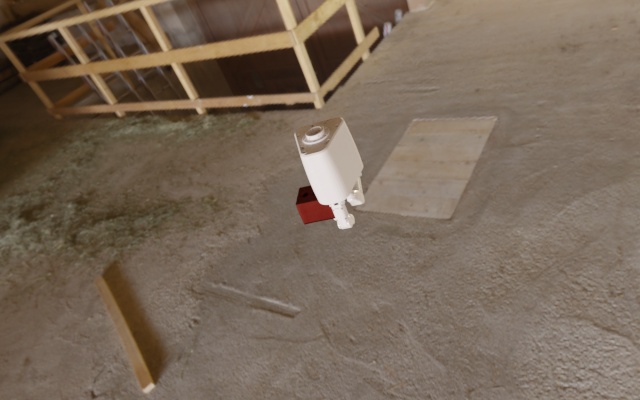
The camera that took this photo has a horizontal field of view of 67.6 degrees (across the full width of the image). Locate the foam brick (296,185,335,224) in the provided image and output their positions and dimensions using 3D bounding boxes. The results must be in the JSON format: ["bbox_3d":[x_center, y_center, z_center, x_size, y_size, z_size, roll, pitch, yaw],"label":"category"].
[{"bbox_3d":[0.000,0.003,0.884,0.078,0.051,0.053,-12,38,18],"label":"foam brick"}]
